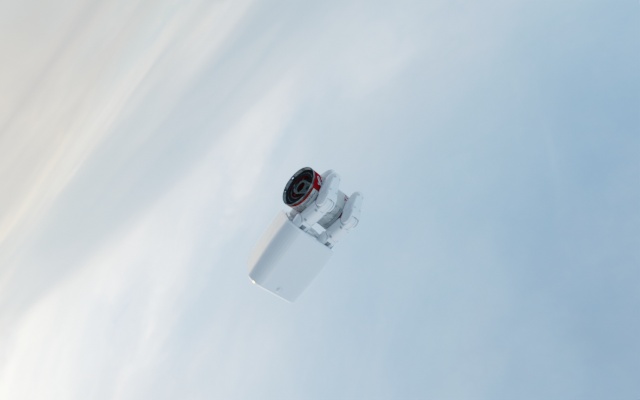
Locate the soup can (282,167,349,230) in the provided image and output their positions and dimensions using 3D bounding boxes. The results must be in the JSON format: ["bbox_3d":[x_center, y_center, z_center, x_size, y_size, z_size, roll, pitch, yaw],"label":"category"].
[{"bbox_3d":[0.001,0.002,0.750,0.102,0.068,0.068,36,-21,-32],"label":"soup can"}]
